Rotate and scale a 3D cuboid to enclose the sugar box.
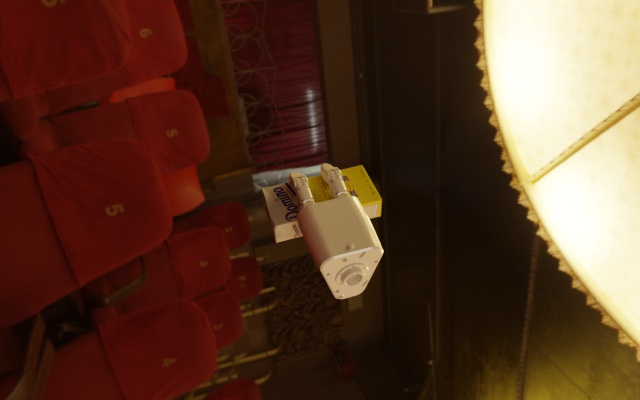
[{"bbox_3d":[0.000,0.002,0.772,0.176,0.048,0.093,-13,45,-13],"label":"sugar box"}]
